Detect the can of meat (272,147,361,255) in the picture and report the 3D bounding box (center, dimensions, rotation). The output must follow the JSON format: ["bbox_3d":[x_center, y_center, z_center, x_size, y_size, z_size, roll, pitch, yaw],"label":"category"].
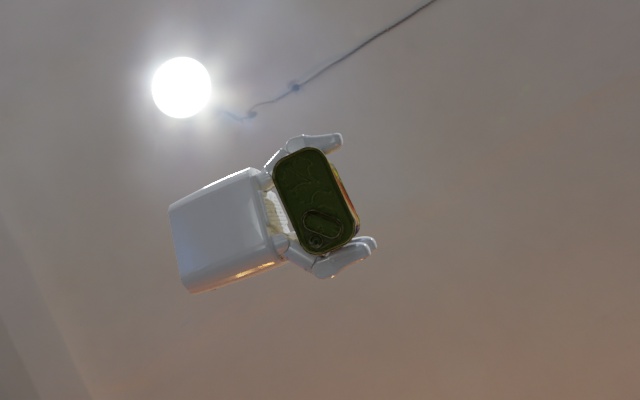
[{"bbox_3d":[0.000,0.002,0.495,0.057,0.102,0.084,-25,-6,8],"label":"can of meat"}]
